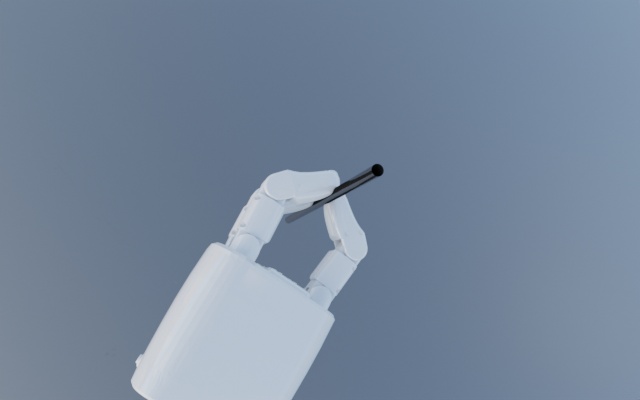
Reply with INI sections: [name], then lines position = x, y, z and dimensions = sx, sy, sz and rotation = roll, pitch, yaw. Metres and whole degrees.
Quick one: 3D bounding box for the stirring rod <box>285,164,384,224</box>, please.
[stirring rod]
position = 0.000, 0.001, 0.401
dimensions = 0.011, 0.011, 0.239
rotation = 0, -9, -17
